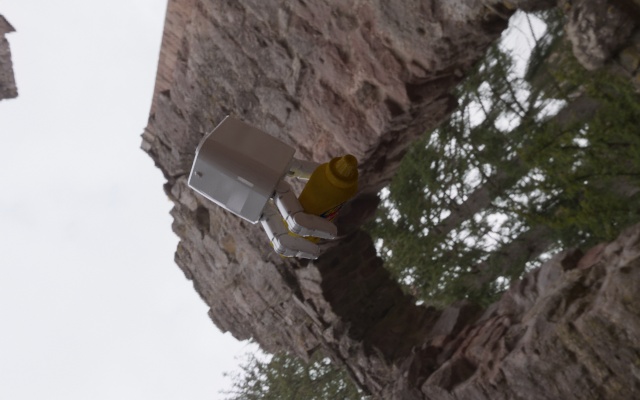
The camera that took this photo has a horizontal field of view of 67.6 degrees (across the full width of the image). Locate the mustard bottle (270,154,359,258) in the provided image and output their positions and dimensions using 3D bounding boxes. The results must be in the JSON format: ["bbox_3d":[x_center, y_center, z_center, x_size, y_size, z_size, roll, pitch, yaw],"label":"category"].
[{"bbox_3d":[0.000,0.002,0.641,0.096,0.058,0.192,-33,-15,-39],"label":"mustard bottle"}]
